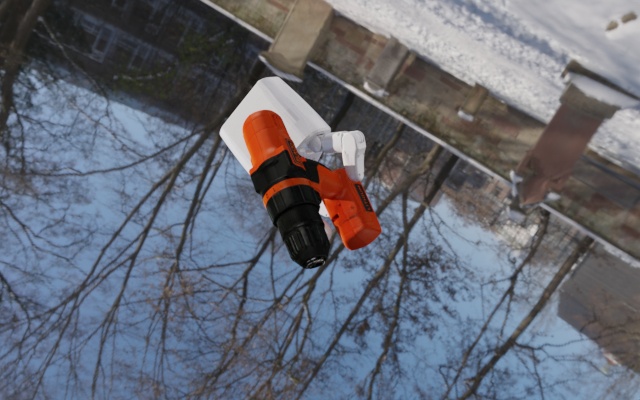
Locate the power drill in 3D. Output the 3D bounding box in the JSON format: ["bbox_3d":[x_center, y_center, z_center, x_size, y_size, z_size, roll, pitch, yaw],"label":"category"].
[{"bbox_3d":[0.000,0.002,0.533,0.057,0.184,0.188,-31,-29,19],"label":"power drill"}]
